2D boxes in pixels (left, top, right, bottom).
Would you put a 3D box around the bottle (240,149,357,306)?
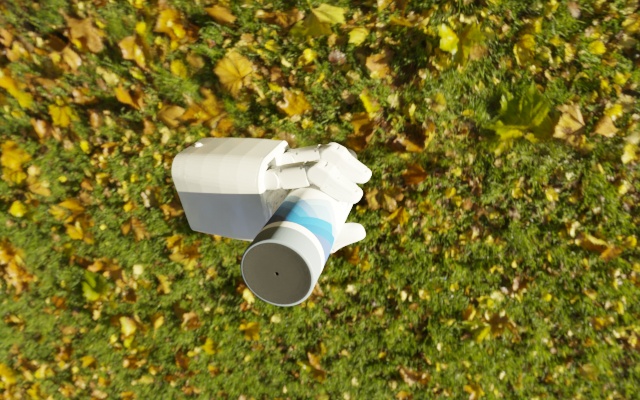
[{"bbox_3d":[0.000,0.002,0.531,0.069,0.069,0.295,0,24,16],"label":"bottle"}]
